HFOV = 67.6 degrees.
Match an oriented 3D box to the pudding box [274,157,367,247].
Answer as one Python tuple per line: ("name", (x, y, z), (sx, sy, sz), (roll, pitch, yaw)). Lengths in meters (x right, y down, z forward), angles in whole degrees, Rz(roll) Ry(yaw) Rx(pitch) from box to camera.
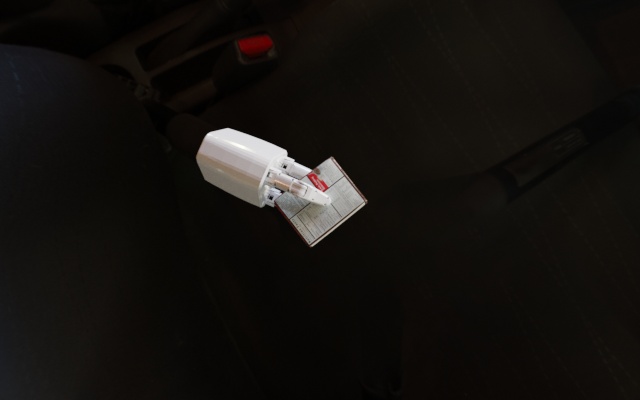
("pudding box", (0.000, 0.002, 0.721), (0.113, 0.090, 0.039), (-38, -5, 2))
